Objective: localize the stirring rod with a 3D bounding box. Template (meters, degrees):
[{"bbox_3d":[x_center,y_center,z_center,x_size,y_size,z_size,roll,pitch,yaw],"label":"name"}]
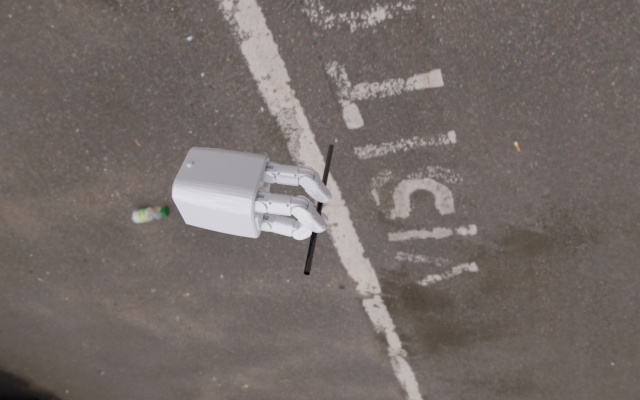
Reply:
[{"bbox_3d":[0.000,0.002,0.664,0.011,0.239,0.011,6,-43,6],"label":"stirring rod"}]
